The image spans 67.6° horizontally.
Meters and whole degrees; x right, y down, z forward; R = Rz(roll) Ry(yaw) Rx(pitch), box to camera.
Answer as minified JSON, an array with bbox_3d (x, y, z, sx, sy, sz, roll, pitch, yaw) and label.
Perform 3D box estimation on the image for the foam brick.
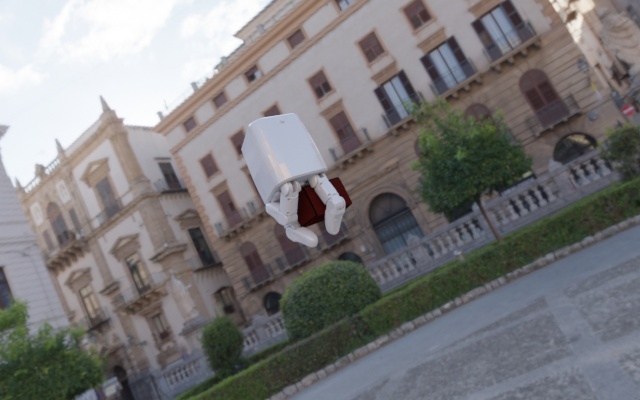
[{"bbox_3d":[0.000,0.003,0.758,0.078,0.051,0.053,-17,-15,-39],"label":"foam brick"}]
